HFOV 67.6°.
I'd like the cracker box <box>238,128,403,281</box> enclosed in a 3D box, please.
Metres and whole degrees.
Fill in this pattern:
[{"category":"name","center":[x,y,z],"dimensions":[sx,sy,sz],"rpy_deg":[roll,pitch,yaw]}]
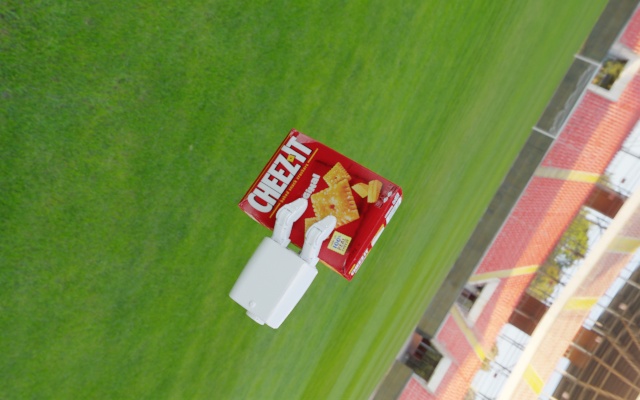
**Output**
[{"category":"cracker box","center":[0.000,0.003,0.773],"dimensions":[0.213,0.164,0.072],"rpy_deg":[31,-10,19]}]
